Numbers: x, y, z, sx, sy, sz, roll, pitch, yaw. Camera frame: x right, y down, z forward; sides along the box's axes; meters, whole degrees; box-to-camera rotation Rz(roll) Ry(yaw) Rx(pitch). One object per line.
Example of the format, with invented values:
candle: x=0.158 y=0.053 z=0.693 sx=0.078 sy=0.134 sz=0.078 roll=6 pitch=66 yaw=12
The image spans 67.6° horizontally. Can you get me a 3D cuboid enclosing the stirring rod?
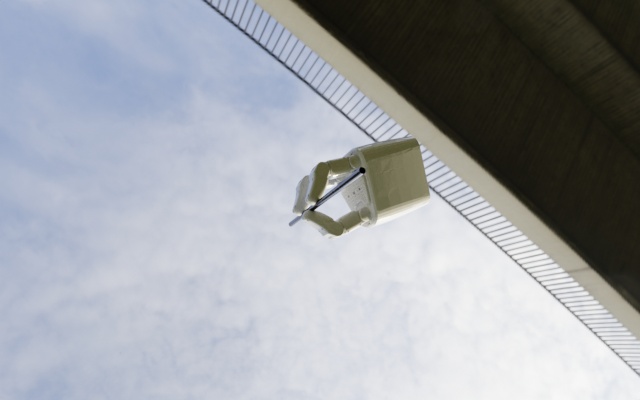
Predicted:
stirring rod: x=0.000 y=0.002 z=0.616 sx=0.011 sy=0.011 sz=0.239 roll=0 pitch=-16 yaw=-23
